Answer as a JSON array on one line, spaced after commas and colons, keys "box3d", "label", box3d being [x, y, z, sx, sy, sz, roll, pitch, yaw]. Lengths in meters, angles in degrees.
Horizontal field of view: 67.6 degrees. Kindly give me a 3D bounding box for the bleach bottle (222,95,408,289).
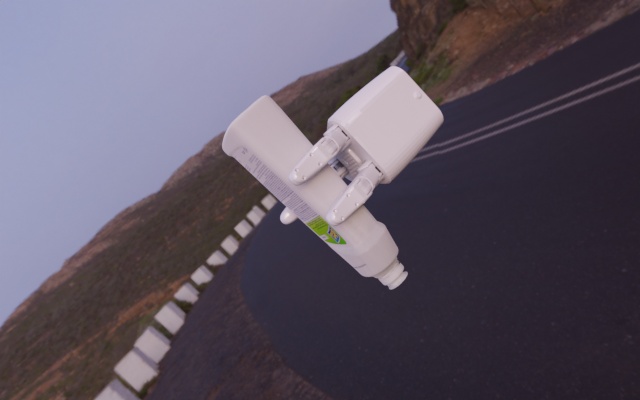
[{"box3d": [0.000, 0.002, 0.540, 0.068, 0.251, 0.102, -45, 5, -17], "label": "bleach bottle"}]
